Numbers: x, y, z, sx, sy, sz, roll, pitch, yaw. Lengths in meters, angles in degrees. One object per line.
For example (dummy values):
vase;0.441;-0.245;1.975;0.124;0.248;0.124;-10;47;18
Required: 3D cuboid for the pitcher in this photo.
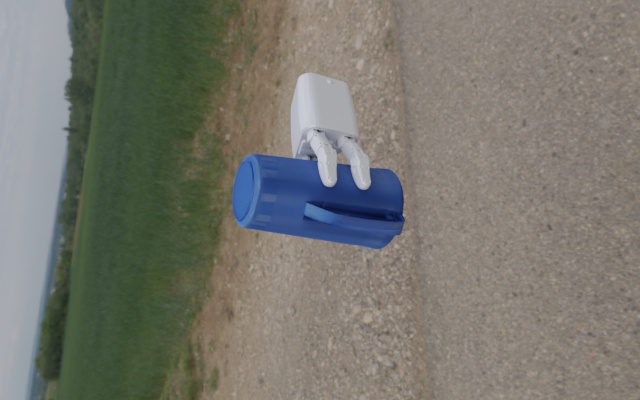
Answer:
pitcher;0.000;0.002;0.723;0.243;0.145;0.149;7;-29;-27
